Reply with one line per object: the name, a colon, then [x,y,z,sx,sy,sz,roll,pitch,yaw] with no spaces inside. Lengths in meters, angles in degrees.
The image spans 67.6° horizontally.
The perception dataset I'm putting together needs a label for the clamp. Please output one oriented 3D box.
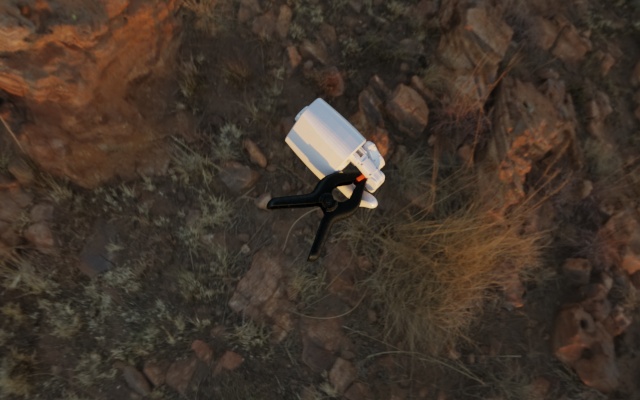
clamp: [0.000,0.002,0.779,0.171,0.120,0.039,-45,2,-20]
